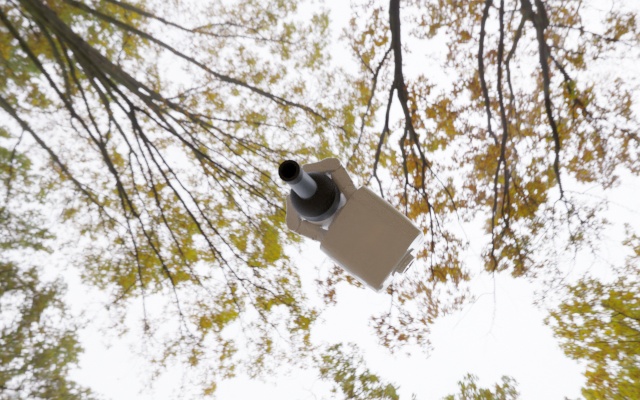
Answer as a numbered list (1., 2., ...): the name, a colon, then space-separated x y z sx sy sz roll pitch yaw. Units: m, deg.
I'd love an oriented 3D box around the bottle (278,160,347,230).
1. bottle: 0.000 0.002 0.693 0.069 0.069 0.296 0 -15 15
